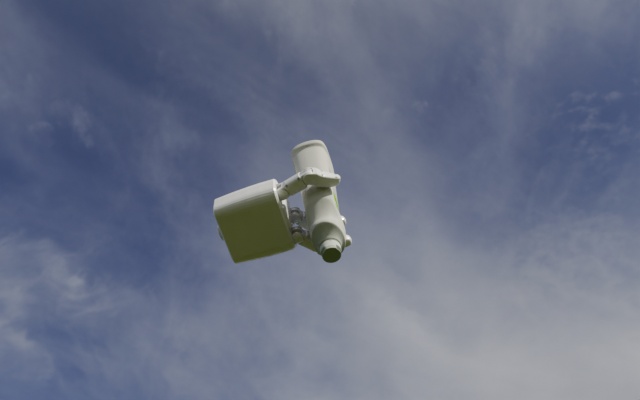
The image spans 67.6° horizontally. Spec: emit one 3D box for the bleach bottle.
[{"bbox_3d":[0.000,0.003,0.781,0.068,0.103,0.250,-18,34,5],"label":"bleach bottle"}]
